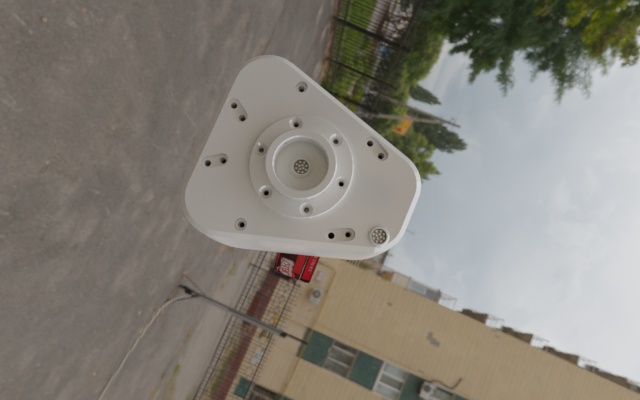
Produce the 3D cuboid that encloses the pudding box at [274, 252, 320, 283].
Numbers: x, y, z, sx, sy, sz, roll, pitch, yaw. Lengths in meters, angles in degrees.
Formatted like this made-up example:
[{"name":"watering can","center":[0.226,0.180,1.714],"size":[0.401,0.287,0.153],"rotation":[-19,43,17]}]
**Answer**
[{"name":"pudding box","center":[0.000,0.001,0.404],"size":[0.039,0.113,0.090],"rotation":[24,-34,2]}]
